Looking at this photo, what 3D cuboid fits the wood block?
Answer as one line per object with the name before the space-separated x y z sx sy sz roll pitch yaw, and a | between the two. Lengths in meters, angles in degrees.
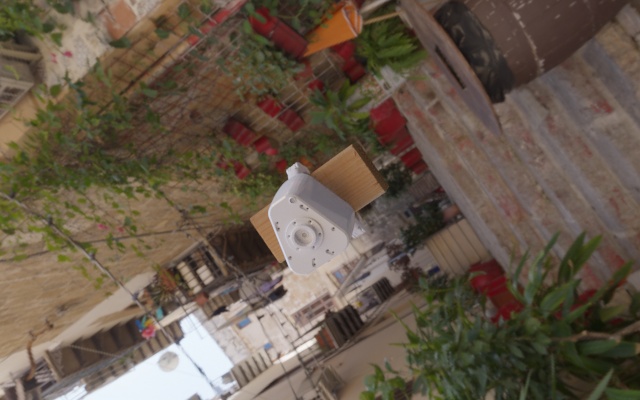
wood block | 0.000 0.002 0.785 0.206 0.091 0.090 -35 0 14
